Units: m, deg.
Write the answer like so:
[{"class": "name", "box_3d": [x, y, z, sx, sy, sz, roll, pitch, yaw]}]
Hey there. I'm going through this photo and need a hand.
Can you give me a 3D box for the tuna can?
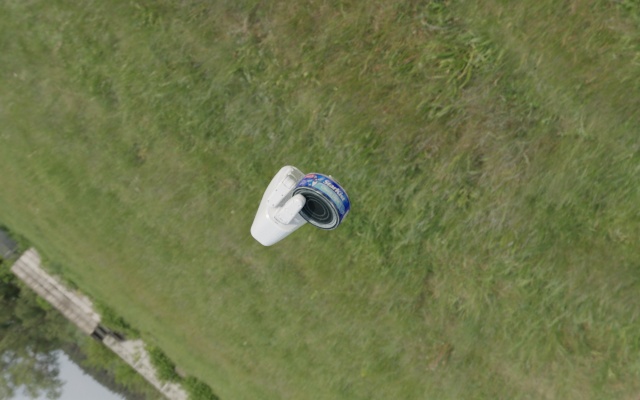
[{"class": "tuna can", "box_3d": [0.000, 0.003, 0.704, 0.086, 0.086, 0.033, 0, 40, 44]}]
